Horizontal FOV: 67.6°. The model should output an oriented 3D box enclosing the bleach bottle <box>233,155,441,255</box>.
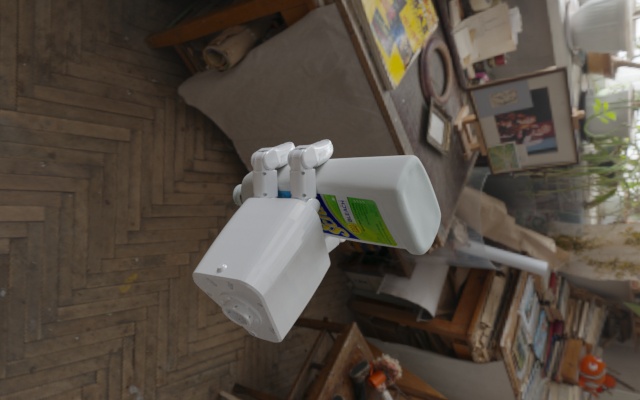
[{"bbox_3d":[0.000,0.002,0.543,0.251,0.103,0.068,1,44,38],"label":"bleach bottle"}]
